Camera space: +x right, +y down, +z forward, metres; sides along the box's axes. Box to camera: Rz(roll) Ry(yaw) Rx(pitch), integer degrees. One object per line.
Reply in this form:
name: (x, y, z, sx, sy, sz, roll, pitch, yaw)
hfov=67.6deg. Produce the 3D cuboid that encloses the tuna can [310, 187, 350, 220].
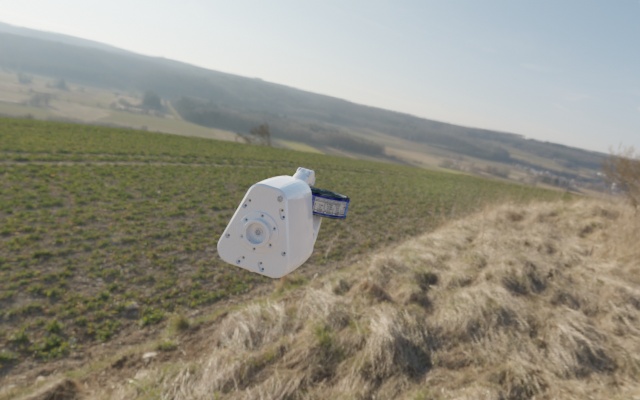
tuna can: (0.000, 0.002, 0.722, 0.086, 0.034, 0.086, 13, 6, -1)
